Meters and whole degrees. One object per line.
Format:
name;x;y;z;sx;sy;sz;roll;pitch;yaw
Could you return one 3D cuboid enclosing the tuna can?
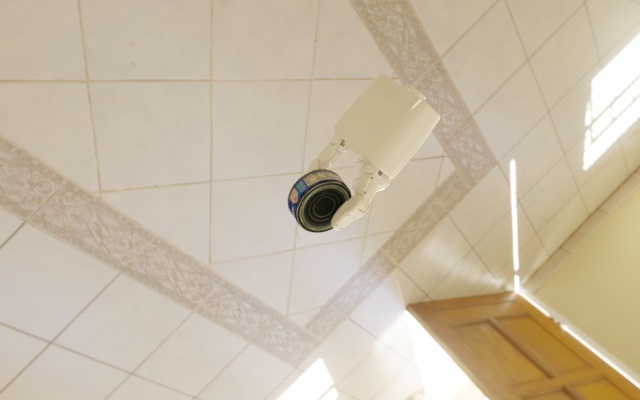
tuna can;0.000;0.003;0.656;0.086;0.086;0.033;0;32;-27
